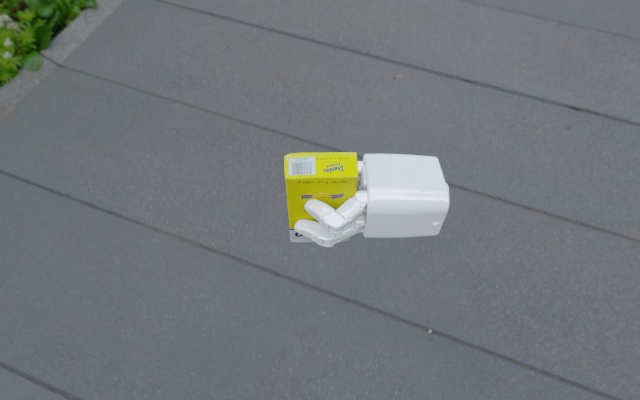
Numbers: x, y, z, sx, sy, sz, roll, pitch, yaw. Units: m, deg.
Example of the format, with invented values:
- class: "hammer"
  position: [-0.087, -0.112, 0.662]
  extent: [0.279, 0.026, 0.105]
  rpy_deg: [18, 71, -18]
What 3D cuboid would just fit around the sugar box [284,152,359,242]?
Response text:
- class: "sugar box"
  position: [0.000, 0.003, 0.666]
  extent: [0.093, 0.048, 0.176]
  rpy_deg: [-1, -34, 0]
